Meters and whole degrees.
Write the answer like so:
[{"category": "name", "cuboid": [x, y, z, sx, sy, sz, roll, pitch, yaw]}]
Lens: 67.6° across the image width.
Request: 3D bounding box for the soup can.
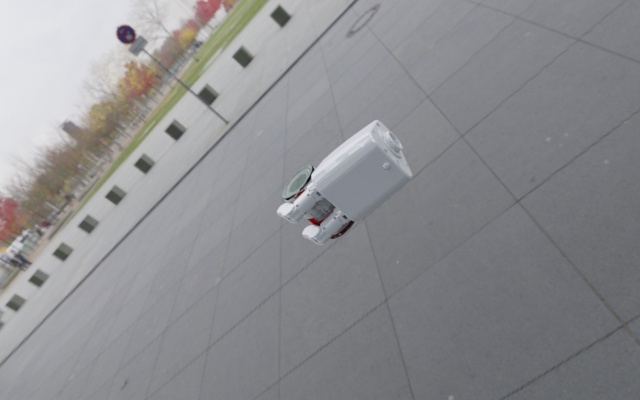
[{"category": "soup can", "cuboid": [0.000, 0.002, 0.729, 0.102, 0.068, 0.068, 41, -18, -22]}]
